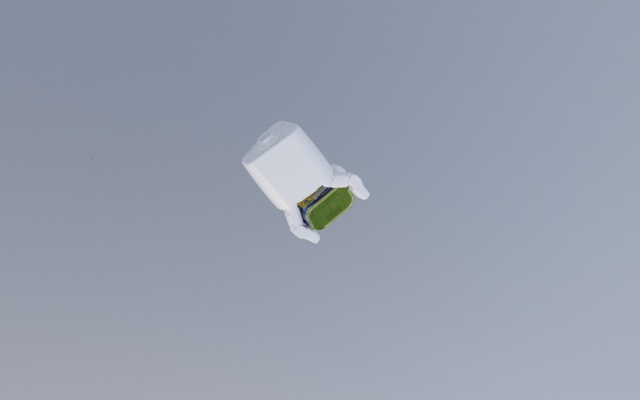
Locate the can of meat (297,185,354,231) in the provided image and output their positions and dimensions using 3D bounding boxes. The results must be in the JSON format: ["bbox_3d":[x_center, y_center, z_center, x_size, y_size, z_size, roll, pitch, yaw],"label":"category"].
[{"bbox_3d":[0.000,0.003,0.869,0.102,0.057,0.084,-40,28,-13],"label":"can of meat"}]
